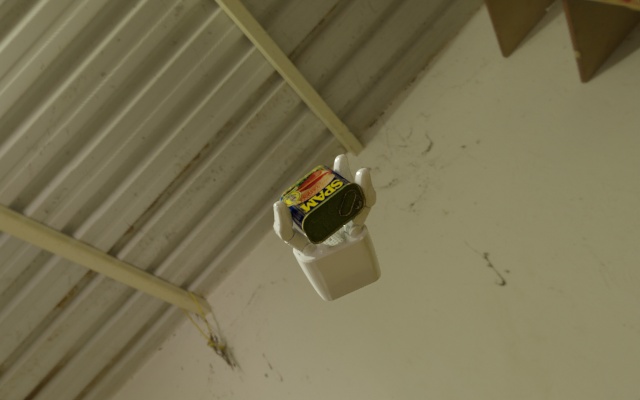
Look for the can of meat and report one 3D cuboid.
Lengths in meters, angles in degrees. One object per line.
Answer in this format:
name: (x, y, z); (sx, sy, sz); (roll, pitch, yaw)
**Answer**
can of meat: (0.000, 0.002, 0.696); (0.102, 0.057, 0.084); (-37, 39, -11)
